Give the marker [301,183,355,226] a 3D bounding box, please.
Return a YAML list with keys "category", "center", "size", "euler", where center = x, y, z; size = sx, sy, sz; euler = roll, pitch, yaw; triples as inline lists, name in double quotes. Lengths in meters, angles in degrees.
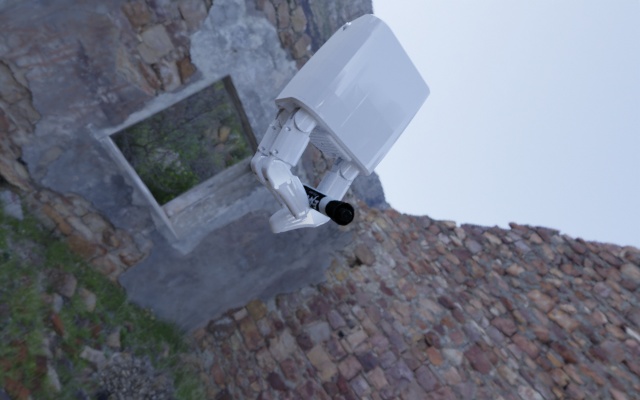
- category: "marker"
  center: [0.000, 0.001, 0.425]
  size: [0.020, 0.020, 0.121]
  euler: [0, 10, -20]
